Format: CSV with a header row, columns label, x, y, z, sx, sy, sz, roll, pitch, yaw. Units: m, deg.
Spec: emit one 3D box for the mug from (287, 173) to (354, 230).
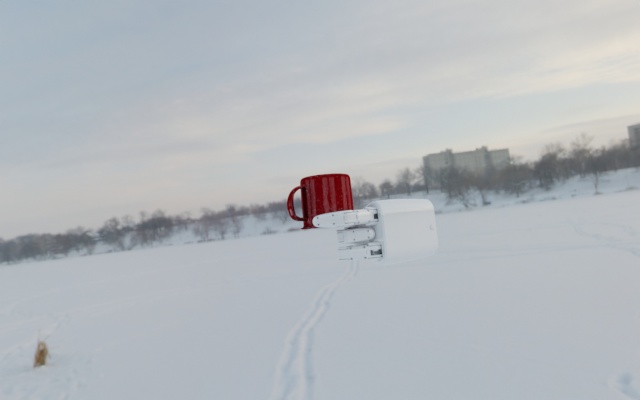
label,x,y,z,sx,sy,sz,roll,pitch,yaw
mug,-0.001,0.002,0.756,0.117,0.081,0.093,-3,-4,-29
